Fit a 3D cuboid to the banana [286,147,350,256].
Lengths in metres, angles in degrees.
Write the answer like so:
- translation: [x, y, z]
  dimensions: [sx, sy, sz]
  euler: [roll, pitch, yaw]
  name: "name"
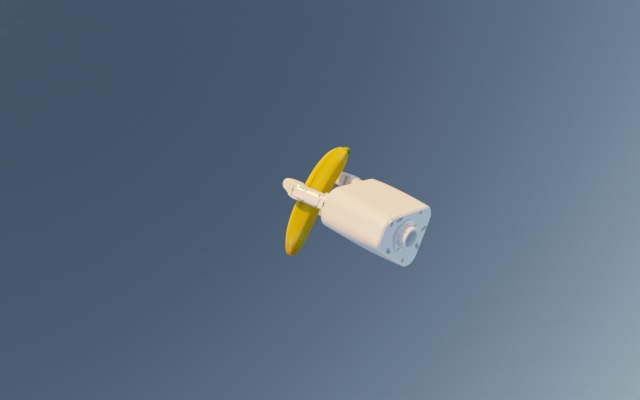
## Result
- translation: [-0.004, -0.007, 0.729]
  dimensions: [0.037, 0.197, 0.070]
  euler: [26, -11, 26]
  name: "banana"
